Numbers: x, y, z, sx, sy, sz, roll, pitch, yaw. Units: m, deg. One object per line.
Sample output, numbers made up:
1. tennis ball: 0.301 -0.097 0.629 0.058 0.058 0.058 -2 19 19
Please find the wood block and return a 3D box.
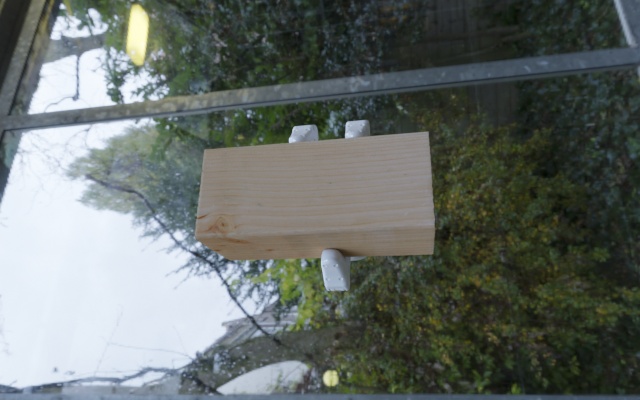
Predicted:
1. wood block: 0.000 0.002 0.451 0.206 0.090 0.090 -4 -21 11
